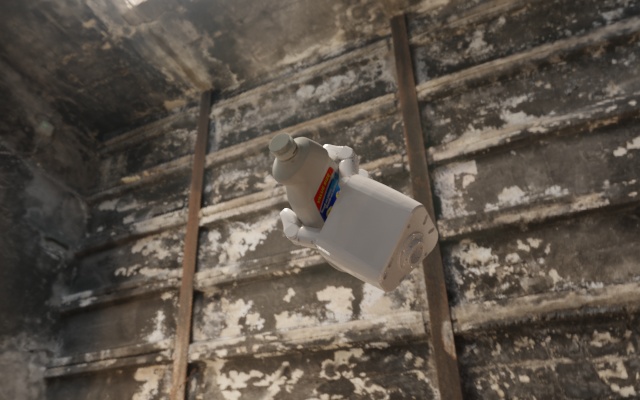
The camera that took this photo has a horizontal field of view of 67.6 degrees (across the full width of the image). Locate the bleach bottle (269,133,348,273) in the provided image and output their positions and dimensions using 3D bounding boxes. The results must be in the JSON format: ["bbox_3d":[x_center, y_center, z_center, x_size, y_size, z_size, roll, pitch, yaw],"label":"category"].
[{"bbox_3d":[0.000,0.002,0.664,0.068,0.102,0.251,26,-16,41],"label":"bleach bottle"}]
